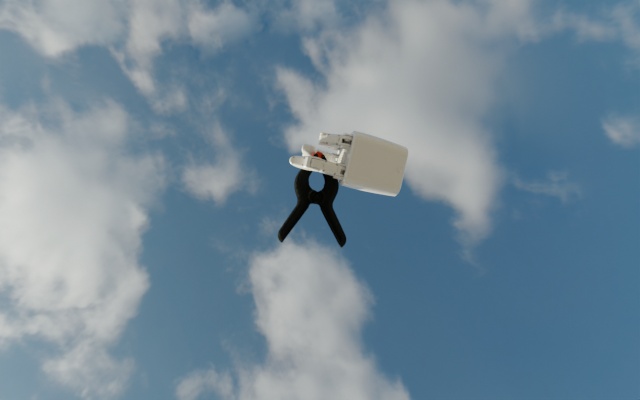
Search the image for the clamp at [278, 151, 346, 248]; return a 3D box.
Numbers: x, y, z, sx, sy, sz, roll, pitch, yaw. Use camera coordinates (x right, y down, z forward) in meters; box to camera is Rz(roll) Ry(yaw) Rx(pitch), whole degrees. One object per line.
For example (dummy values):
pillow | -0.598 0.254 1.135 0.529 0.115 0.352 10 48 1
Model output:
clamp | 0.000 0.003 0.848 0.120 0.171 0.039 14 -4 -13
